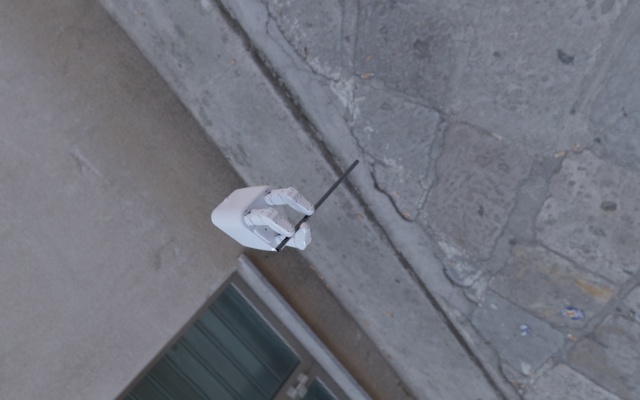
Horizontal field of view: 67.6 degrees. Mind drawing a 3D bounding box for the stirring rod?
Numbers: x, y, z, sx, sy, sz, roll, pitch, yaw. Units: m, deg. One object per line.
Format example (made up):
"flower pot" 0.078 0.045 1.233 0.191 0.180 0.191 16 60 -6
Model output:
"stirring rod" 0.000 0.003 0.818 0.011 0.011 0.239 0 39 47
